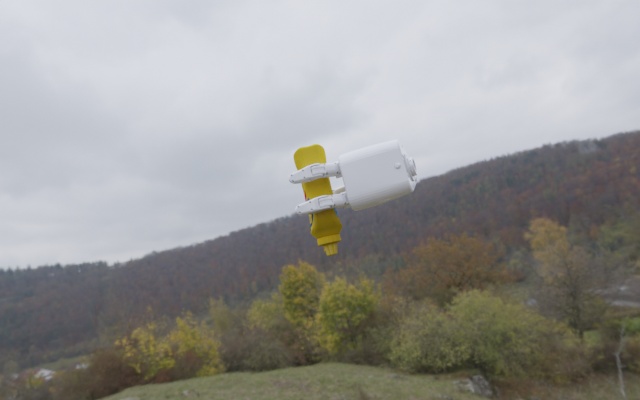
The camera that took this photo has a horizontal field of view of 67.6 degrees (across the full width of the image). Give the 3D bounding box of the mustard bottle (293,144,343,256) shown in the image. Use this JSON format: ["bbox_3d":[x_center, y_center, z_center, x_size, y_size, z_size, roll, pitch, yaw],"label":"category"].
[{"bbox_3d":[0.000,0.003,0.847,0.058,0.191,0.096,-13,-8,-4],"label":"mustard bottle"}]
